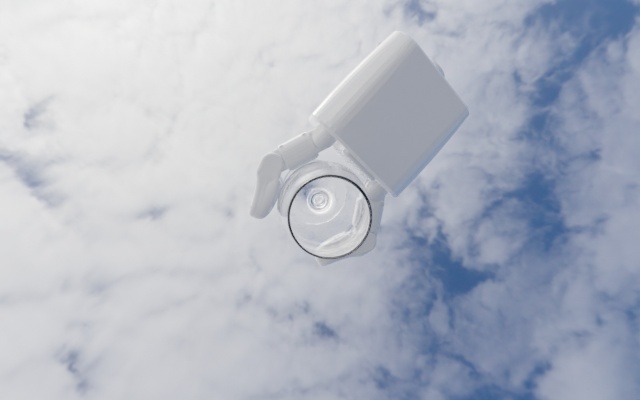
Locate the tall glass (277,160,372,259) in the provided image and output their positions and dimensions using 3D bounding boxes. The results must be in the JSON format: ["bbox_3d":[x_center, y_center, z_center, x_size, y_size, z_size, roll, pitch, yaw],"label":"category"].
[{"bbox_3d":[0.000,0.002,0.441,0.079,0.079,0.201,0,7,-4],"label":"tall glass"}]
